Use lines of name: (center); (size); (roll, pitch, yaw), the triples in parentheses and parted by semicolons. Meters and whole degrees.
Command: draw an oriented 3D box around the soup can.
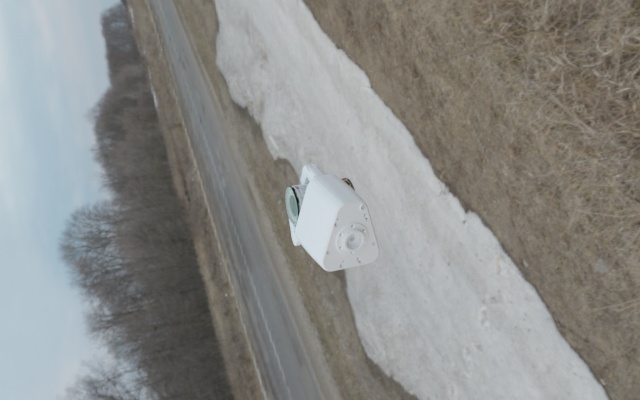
soup can: (0.000, 0.002, 0.791); (0.102, 0.068, 0.068); (-9, 3, -19)
